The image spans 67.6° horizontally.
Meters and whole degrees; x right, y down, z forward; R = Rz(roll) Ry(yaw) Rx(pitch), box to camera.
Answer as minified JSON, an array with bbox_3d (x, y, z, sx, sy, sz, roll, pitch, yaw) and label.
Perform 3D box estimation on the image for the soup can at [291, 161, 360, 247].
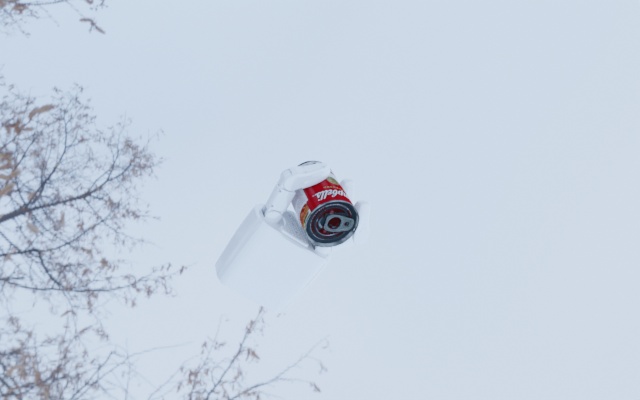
[{"bbox_3d":[0.000,0.001,0.604,0.068,0.068,0.102,0,33,-20],"label":"soup can"}]
